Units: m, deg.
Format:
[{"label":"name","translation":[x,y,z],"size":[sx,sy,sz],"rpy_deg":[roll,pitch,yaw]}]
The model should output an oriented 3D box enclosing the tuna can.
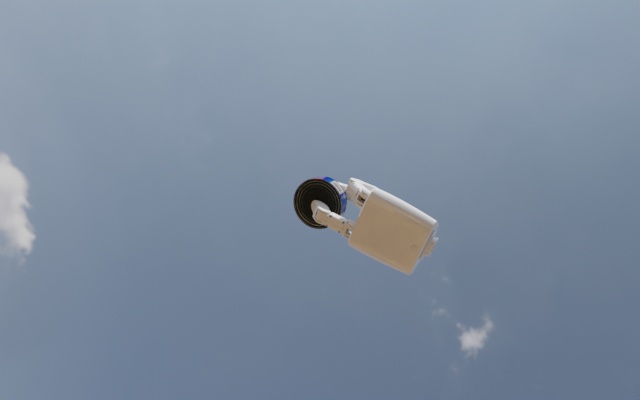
[{"label":"tuna can","translation":[0.000,0.002,0.802],"size":[0.086,0.086,0.033],"rpy_deg":[0,12,22]}]
